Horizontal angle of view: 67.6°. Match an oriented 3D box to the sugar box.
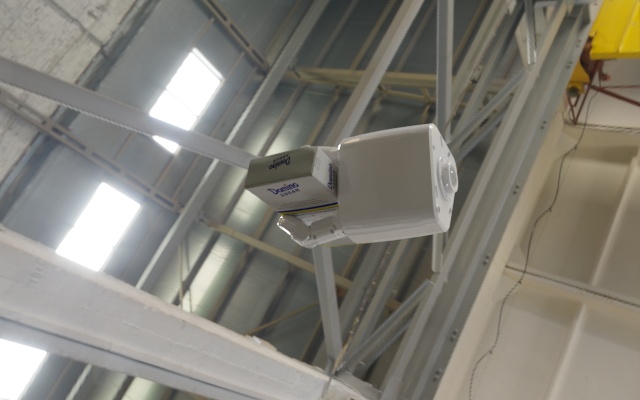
[{"bbox_3d":[0.000,0.001,0.577,0.093,0.048,0.176,-9,-33,30],"label":"sugar box"}]
